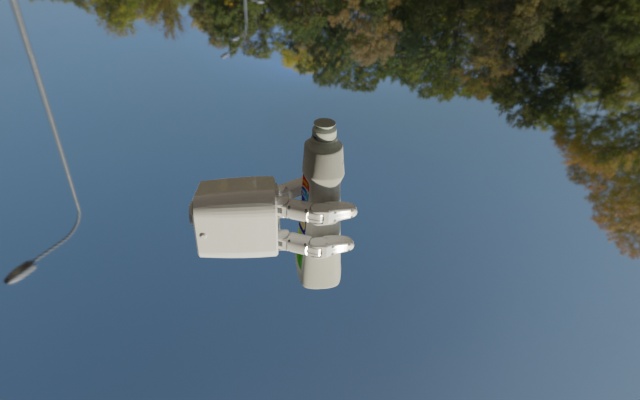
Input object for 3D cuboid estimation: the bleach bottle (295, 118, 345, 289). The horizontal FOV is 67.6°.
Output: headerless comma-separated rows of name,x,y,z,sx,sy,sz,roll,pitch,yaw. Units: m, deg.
bleach bottle,0.000,0.002,0.670,0.068,0.251,0.102,-2,34,-7
